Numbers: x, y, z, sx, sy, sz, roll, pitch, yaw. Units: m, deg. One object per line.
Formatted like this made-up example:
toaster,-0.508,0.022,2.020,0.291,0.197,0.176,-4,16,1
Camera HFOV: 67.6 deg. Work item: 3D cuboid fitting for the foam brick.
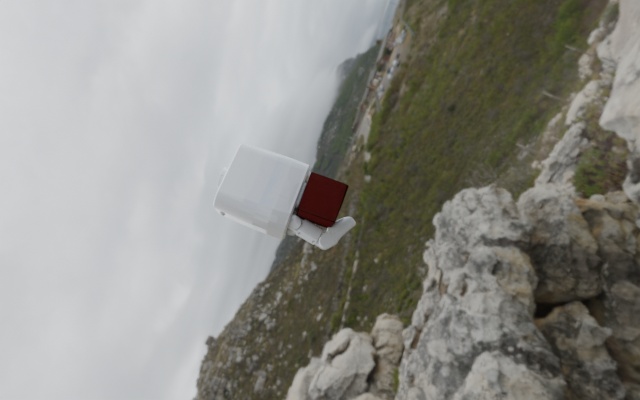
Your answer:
foam brick,0.000,0.002,0.632,0.051,0.053,0.078,21,-11,-1
